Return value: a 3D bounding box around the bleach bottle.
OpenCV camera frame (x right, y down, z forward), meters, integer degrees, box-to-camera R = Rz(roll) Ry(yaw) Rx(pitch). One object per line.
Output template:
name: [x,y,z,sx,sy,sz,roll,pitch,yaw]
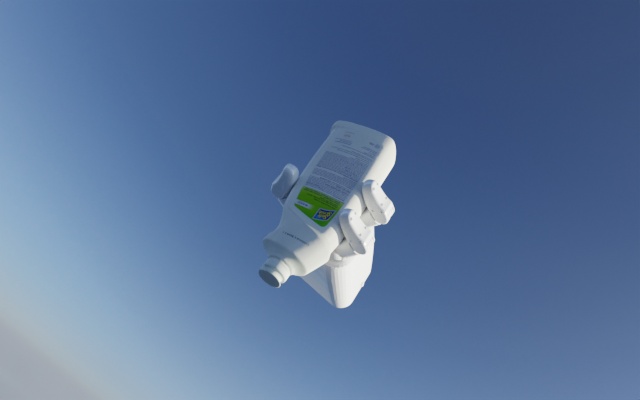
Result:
bleach bottle: [0.000,0.002,0.596,0.102,0.068,0.250,21,52,23]
